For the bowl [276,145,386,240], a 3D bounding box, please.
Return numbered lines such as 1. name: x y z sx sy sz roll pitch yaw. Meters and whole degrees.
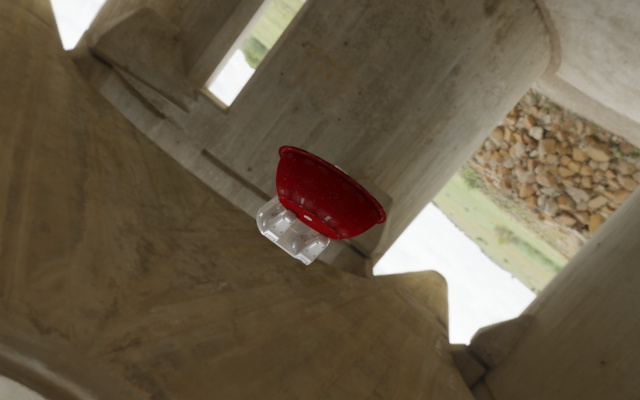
1. bowl: 0.000 0.002 0.596 0.162 0.055 0.162 33 -12 8
